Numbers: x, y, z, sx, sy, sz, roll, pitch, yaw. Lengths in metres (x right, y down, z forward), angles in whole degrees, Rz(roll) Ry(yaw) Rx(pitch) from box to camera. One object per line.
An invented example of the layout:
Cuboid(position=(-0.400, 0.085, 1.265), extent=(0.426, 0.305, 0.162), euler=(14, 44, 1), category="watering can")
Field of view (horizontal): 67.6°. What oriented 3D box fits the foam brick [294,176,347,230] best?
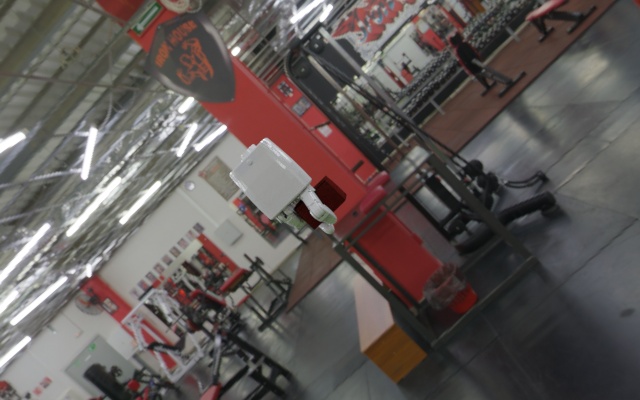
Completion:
Cuboid(position=(0.000, 0.003, 0.831), extent=(0.078, 0.051, 0.053), euler=(-44, 6, 10), category="foam brick")
